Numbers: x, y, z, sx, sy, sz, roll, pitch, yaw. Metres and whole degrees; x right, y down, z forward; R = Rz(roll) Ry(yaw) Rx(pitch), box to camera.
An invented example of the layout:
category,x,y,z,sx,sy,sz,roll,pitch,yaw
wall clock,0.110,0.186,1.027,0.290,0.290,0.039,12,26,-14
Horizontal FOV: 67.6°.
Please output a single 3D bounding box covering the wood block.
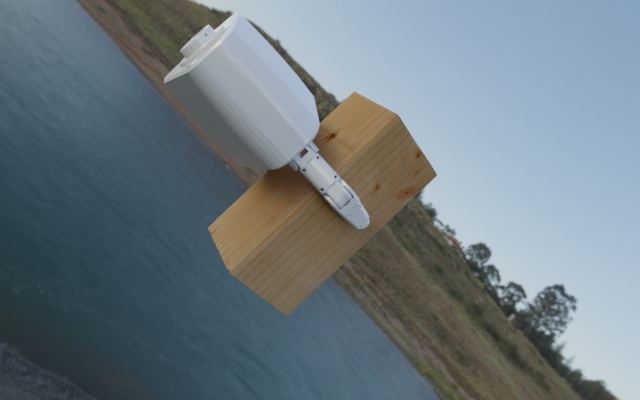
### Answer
category,x,y,z,sx,sy,sz,roll,pitch,yaw
wood block,0.000,0.001,0.481,0.090,0.206,0.090,47,0,-37
